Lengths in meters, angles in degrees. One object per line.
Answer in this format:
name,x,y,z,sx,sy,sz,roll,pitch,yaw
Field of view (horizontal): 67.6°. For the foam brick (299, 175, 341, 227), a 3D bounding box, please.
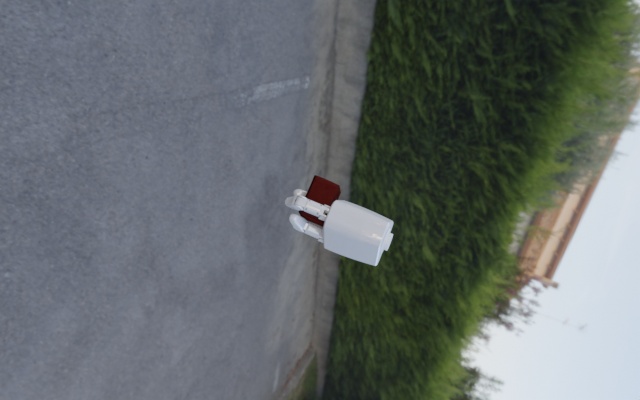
foam brick,0.000,0.003,0.890,0.051,0.078,0.053,21,-12,12
